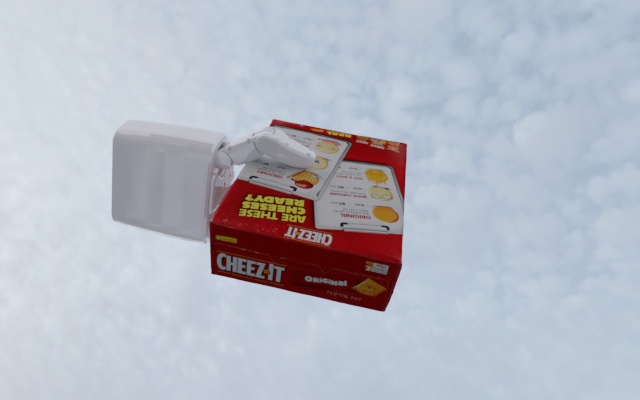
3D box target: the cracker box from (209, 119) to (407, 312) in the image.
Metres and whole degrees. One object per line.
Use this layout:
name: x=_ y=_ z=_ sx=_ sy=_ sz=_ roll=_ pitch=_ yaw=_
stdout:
cracker box: x=0.000 y=0.001 z=0.491 sx=0.164 sy=0.072 sz=0.213 roll=11 pitch=35 yaw=4
